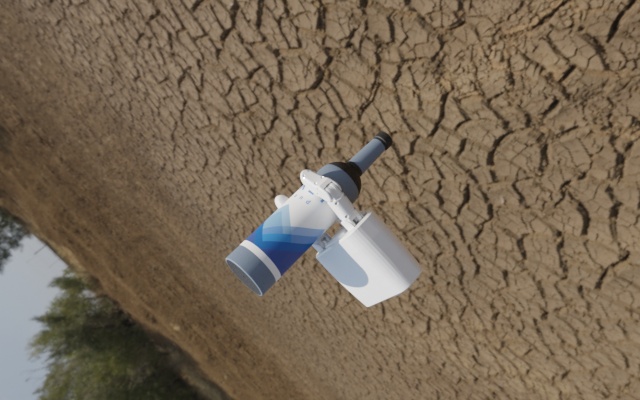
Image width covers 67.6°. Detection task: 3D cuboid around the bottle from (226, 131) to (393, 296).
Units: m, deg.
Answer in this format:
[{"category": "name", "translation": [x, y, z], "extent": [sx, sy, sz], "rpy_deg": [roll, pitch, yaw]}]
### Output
[{"category": "bottle", "translation": [0.000, 0.002, 0.659], "extent": [0.295, 0.069, 0.069], "rpy_deg": [-44, 20, -22]}]
